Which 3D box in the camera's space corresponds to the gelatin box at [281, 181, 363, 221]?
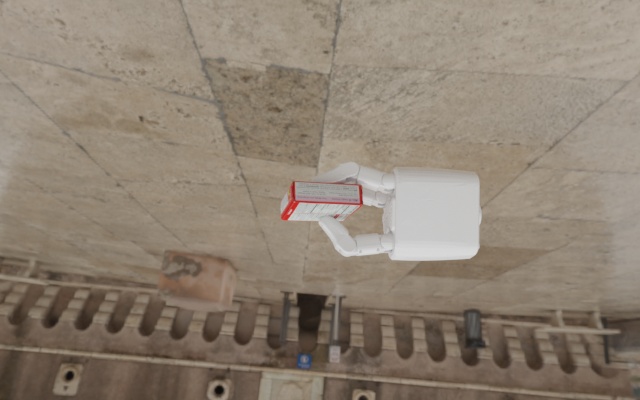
[{"bbox_3d":[0.000,0.002,0.598,0.089,0.030,0.073,2,-19,-16],"label":"gelatin box"}]
